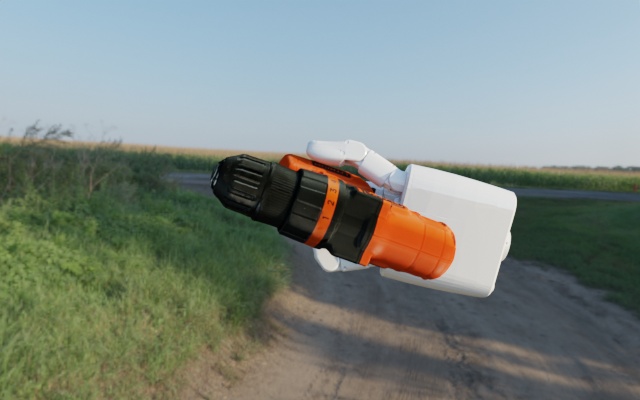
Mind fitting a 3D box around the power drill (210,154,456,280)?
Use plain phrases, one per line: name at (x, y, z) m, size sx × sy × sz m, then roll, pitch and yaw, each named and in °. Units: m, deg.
power drill at (0.000, 0.001, 0.408) m, size 0.184 × 0.057 × 0.187 m, roll 22°, pitch 7°, yaw -13°
